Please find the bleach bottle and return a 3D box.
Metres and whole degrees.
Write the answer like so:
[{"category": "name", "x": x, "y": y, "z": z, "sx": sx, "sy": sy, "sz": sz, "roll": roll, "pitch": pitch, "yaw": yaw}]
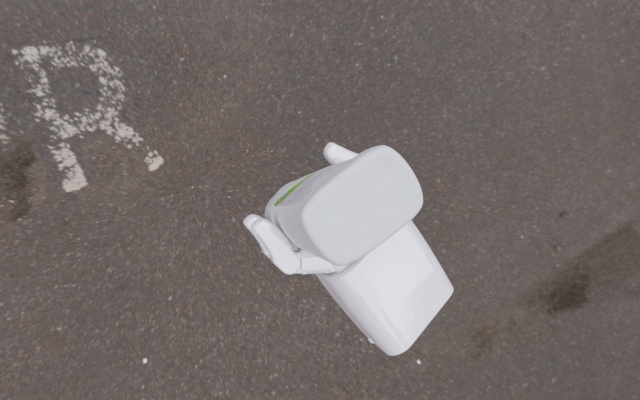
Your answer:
[{"category": "bleach bottle", "x": 0.000, "y": 0.002, "z": 0.483, "sx": 0.102, "sy": 0.068, "sz": 0.251, "roll": -37, "pitch": 11, "yaw": -11}]
